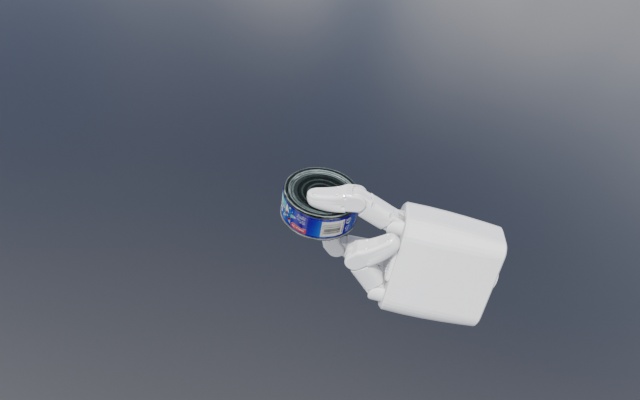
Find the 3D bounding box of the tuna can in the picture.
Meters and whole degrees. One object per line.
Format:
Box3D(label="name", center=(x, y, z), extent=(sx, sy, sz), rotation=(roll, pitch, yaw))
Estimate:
Box3D(label="tuna can", center=(0.000, 0.001, 0.519), extent=(0.086, 0.034, 0.086), rotation=(6, 41, -5))
